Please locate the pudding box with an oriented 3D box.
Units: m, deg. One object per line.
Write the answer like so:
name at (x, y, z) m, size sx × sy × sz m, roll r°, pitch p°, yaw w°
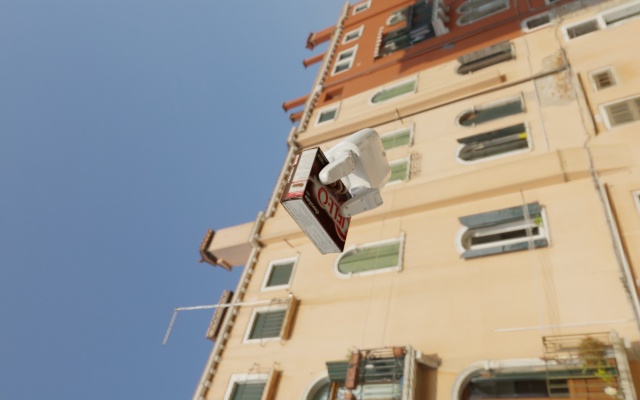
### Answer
pudding box at (0.000, 0.002, 0.616) m, size 0.039 × 0.090 × 0.113 m, roll -13°, pitch -47°, yaw 30°
